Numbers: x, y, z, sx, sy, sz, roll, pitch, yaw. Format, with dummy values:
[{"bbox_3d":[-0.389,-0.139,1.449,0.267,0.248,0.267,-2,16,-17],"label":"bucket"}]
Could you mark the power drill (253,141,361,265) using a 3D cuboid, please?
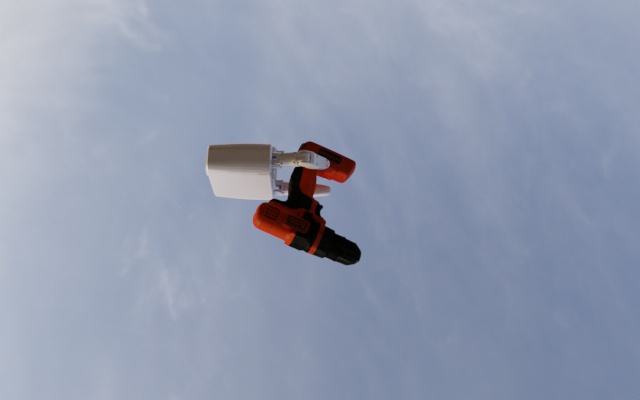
[{"bbox_3d":[0.000,0.002,0.800,0.184,0.187,0.057,25,-34,-7],"label":"power drill"}]
